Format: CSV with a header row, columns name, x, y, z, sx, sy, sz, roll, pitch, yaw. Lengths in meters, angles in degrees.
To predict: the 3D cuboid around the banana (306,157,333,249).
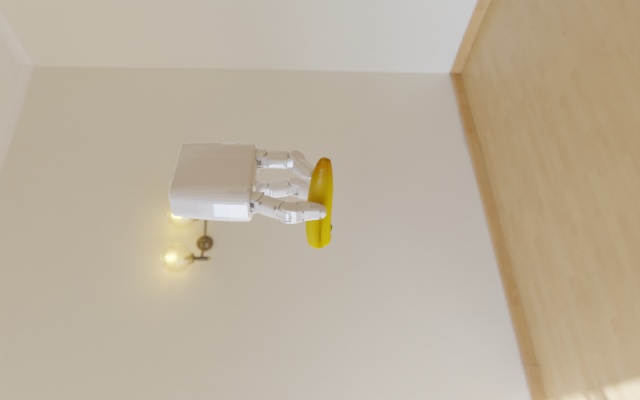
name,x,y,z,sx,sy,sz,roll,pitch,yaw
banana,-0.001,0.020,0.686,0.037,0.069,0.198,4,-31,3
